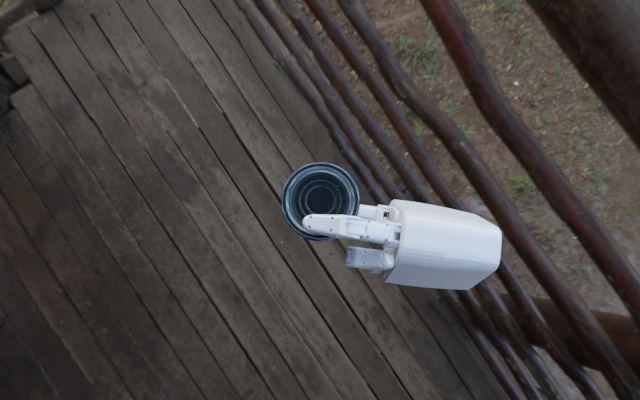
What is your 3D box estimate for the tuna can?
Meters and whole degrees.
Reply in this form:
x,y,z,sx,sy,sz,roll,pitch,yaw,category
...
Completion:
x,y,z,sx,sy,sz,roll,pitch,yaw,category
0.000,0.002,0.519,0.086,0.086,0.034,0,-6,1,tuna can
